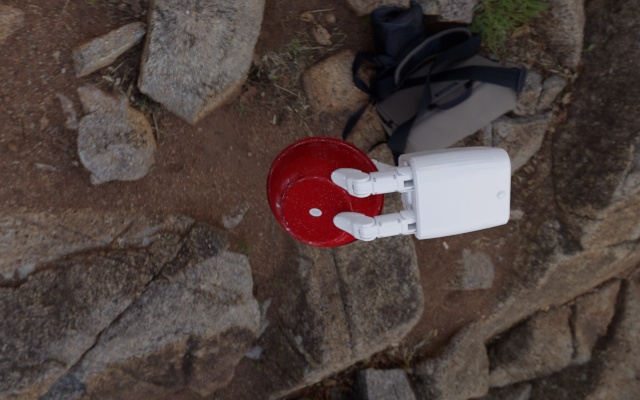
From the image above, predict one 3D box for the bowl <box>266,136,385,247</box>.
[{"bbox_3d":[-0.001,0.003,0.616,0.162,0.162,0.055,0,25,12],"label":"bowl"}]
